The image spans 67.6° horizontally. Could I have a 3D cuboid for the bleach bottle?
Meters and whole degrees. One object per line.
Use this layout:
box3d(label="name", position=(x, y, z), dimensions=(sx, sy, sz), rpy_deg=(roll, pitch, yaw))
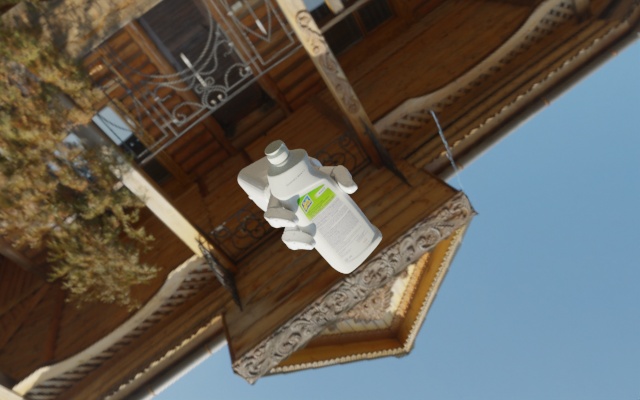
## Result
box3d(label="bleach bottle", position=(0.000, 0.003, 0.736), dimensions=(0.068, 0.102, 0.251), rpy_deg=(26, -22, 51))
